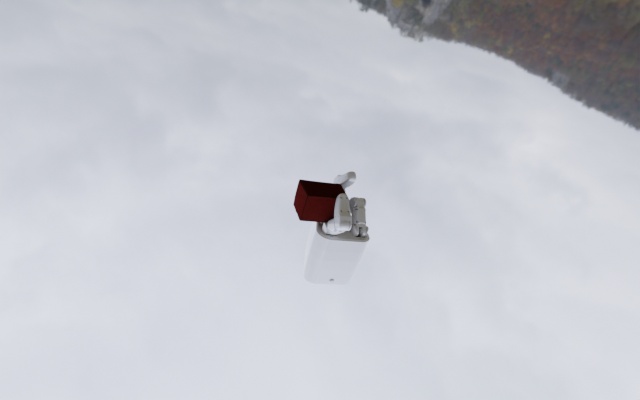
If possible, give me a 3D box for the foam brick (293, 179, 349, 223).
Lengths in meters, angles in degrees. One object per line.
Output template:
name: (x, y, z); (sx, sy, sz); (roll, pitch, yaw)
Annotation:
foam brick: (0.000, 0.002, 0.803); (0.078, 0.051, 0.053); (6, 31, -22)
